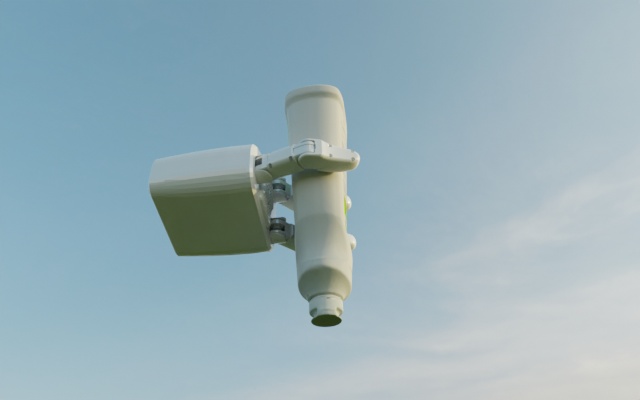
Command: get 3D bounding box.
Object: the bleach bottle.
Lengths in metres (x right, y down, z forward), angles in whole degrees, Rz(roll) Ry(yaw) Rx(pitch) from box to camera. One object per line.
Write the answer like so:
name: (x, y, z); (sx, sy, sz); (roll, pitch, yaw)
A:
bleach bottle: (0.000, 0.002, 0.491); (0.068, 0.250, 0.103); (-7, -37, 6)
